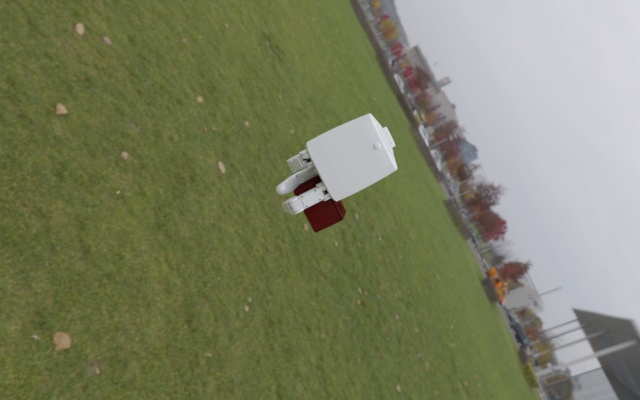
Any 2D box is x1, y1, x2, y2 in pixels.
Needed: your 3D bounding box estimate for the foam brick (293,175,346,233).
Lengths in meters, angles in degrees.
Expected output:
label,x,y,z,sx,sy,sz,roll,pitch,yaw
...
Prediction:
label,x,y,z,sx,sy,sz,roll,pitch,yaw
foam brick,0.000,0.003,0.759,0.051,0.078,0.053,-25,8,13
